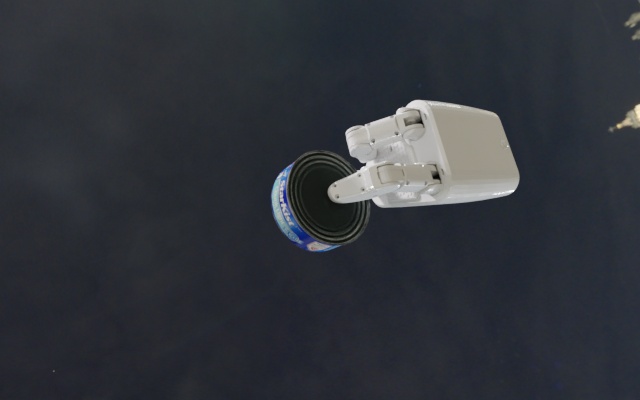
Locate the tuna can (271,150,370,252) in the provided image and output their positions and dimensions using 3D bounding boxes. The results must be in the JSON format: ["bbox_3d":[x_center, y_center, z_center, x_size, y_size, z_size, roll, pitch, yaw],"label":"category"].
[{"bbox_3d":[0.000,0.002,0.422,0.086,0.086,0.034,0,-17,-35],"label":"tuna can"}]
